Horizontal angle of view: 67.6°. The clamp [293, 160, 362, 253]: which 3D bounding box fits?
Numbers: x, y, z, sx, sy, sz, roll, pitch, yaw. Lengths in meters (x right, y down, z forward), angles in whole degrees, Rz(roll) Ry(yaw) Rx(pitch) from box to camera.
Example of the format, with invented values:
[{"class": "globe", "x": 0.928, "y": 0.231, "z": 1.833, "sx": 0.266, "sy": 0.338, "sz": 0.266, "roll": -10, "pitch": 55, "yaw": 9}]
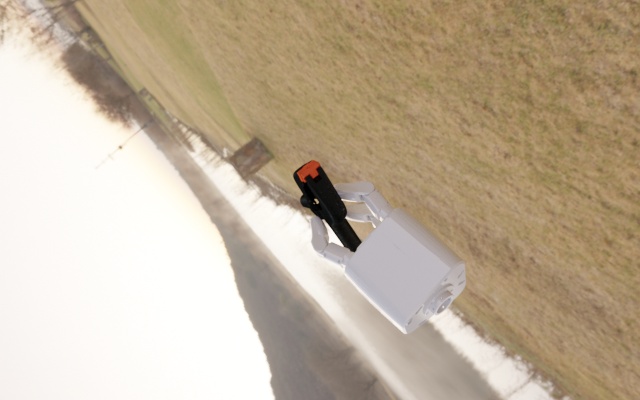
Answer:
[{"class": "clamp", "x": -0.001, "y": 0.003, "z": 0.674, "sx": 0.164, "sy": 0.036, "sz": 0.210, "roll": 44, "pitch": -11, "yaw": 34}]
